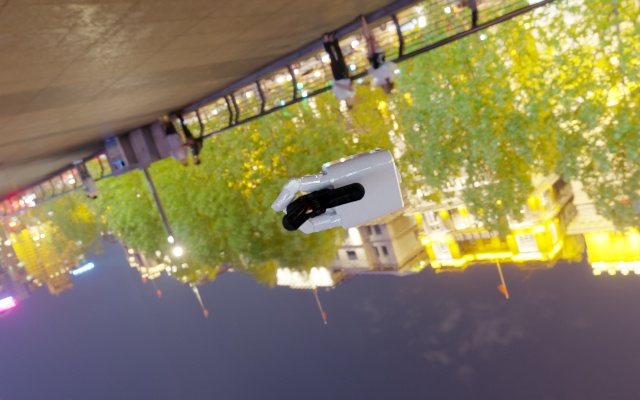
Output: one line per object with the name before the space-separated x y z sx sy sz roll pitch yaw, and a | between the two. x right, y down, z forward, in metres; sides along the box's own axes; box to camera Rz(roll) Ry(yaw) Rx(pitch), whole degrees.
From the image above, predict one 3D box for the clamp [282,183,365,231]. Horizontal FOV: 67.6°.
clamp | 0.000 0.003 0.704 0.120 0.039 0.171 -18 9 -2
